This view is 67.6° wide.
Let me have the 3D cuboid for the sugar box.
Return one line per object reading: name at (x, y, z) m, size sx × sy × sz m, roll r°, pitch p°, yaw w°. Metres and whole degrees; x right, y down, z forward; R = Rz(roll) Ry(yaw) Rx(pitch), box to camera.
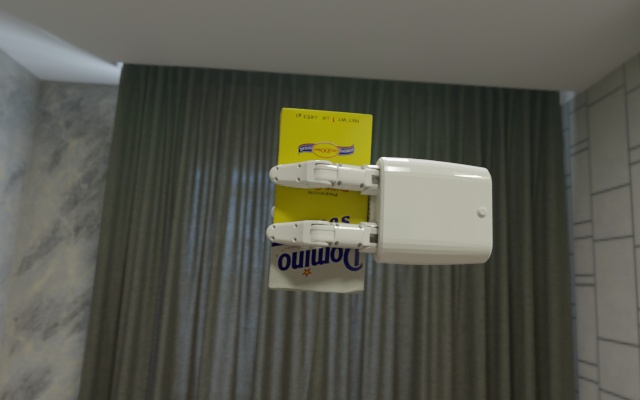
sugar box at (0.000, 0.001, 0.475) m, size 0.093 × 0.176 × 0.048 m, roll 3°, pitch -9°, yaw -3°
